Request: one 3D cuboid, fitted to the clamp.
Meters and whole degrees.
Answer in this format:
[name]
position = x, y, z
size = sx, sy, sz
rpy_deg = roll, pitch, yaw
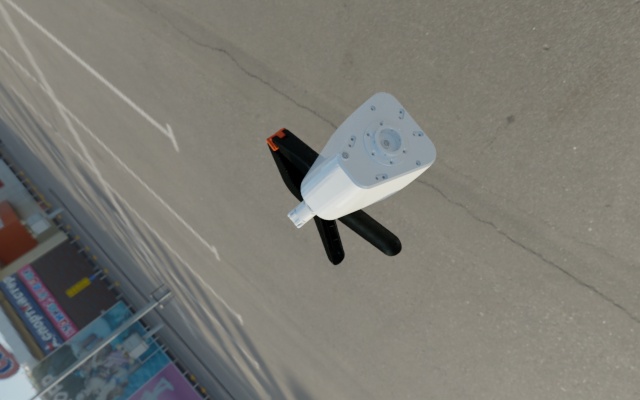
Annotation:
[clamp]
position = -0.001, 0.002, 0.626
size = 0.036, 0.210, 0.164
rpy_deg = -39, 0, -28
